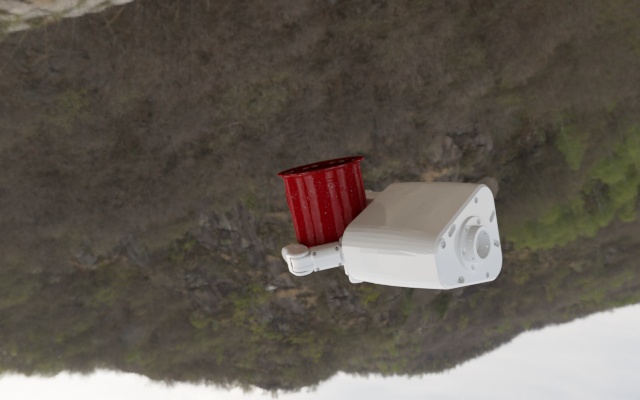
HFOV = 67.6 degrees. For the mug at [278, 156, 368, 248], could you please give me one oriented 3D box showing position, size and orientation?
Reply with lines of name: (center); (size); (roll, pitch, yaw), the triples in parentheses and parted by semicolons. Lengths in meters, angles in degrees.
mug: (-0.001, 0.002, 0.520); (0.093, 0.081, 0.117); (-19, 12, -39)
